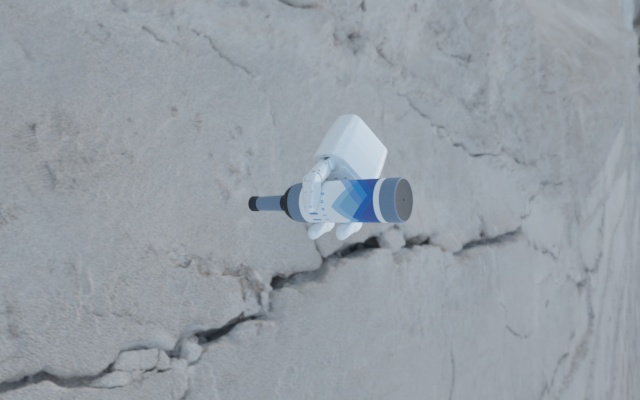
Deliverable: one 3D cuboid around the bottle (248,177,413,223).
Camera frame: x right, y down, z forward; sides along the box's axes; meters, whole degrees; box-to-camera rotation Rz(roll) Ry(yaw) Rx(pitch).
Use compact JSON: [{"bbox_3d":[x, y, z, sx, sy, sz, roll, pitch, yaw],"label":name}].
[{"bbox_3d":[0.000,0.003,0.775,0.296,0.069,0.069,-2,-1,34],"label":"bottle"}]
